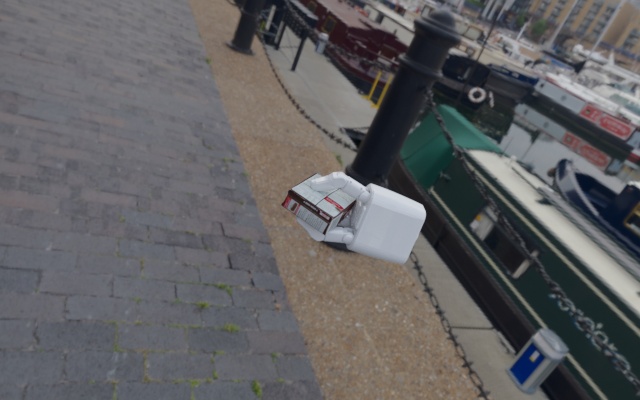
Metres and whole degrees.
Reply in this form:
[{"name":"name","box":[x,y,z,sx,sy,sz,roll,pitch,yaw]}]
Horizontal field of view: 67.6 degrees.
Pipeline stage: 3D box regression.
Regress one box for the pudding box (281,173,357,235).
[{"name":"pudding box","box":[0.000,0.003,0.805,0.090,0.039,0.113,33,26,11]}]
